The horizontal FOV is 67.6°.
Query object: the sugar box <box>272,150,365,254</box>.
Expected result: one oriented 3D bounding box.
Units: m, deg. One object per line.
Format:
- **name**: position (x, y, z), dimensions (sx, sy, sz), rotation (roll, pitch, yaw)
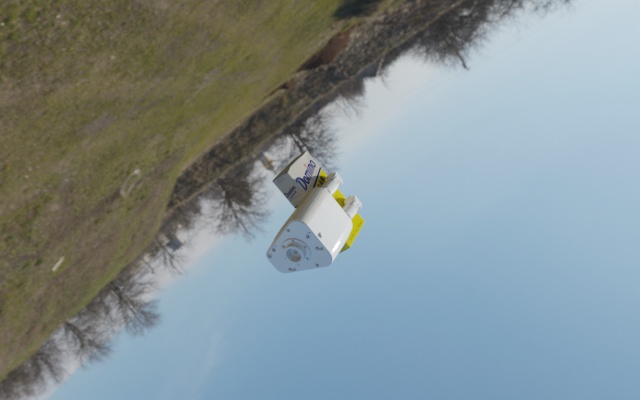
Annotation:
- **sugar box**: position (0.001, 0.003, 0.862), dimensions (0.048, 0.176, 0.093), rotation (-30, 14, 35)
